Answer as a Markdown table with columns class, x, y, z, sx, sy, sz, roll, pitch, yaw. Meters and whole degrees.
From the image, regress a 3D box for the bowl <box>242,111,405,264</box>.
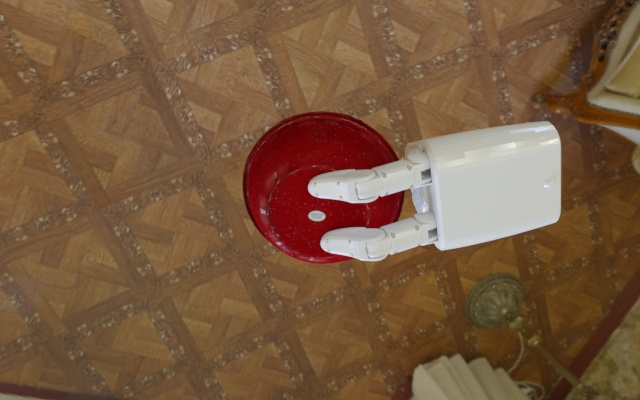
| class | x | y | z | sx | sy | sz | roll | pitch | yaw |
| --- | --- | --- | --- | --- | --- | --- | --- | --- | --- |
| bowl | -0.001 | 0.002 | 0.450 | 0.162 | 0.162 | 0.055 | 0 | 24 | 5 |
